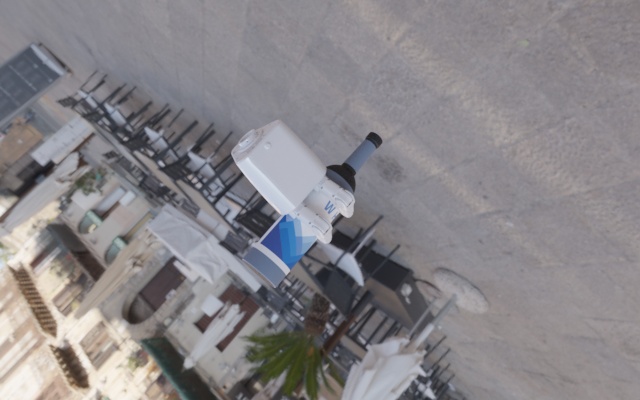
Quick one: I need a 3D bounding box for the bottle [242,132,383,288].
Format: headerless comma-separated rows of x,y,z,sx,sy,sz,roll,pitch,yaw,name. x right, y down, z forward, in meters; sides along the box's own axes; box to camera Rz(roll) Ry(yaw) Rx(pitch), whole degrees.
0.000,0.003,0.754,0.069,0.295,0.069,37,-16,13,bottle
